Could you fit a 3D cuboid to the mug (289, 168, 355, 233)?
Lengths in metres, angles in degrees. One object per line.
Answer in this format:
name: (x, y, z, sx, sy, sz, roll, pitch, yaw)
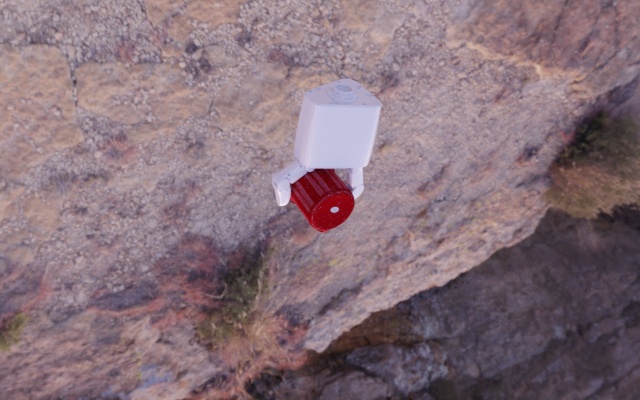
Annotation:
mug: (0.000, 0.004, 0.767, 0.093, 0.117, 0.081, -14, 44, -25)
